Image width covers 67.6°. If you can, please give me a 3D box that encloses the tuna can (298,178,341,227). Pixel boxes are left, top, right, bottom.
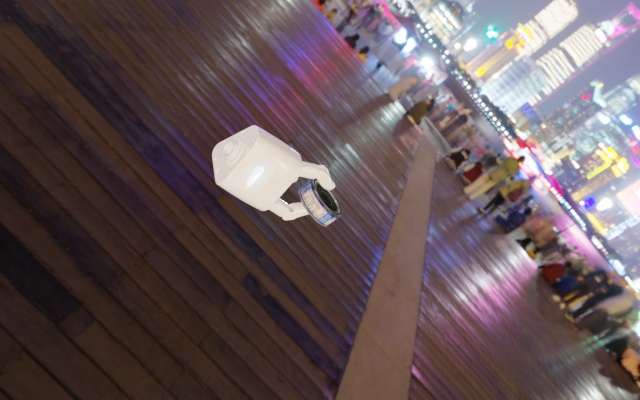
[{"bbox_3d":[0.001,0.003,0.864,0.034,0.086,0.086,-35,-12,18],"label":"tuna can"}]
